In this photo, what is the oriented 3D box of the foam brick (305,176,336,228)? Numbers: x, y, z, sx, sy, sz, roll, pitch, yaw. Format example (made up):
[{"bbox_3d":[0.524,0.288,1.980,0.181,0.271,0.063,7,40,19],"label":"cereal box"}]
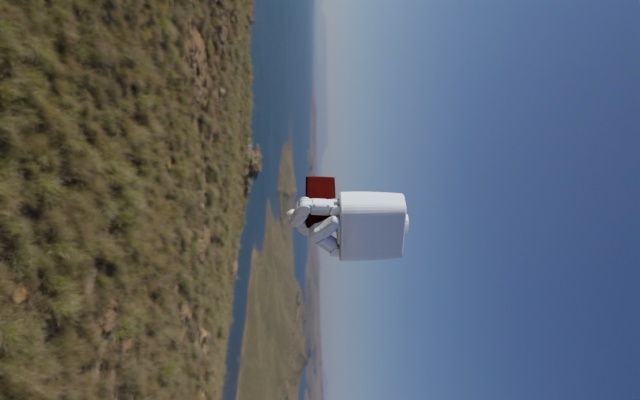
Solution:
[{"bbox_3d":[0.000,0.002,0.825,0.051,0.078,0.053,-1,-45,0],"label":"foam brick"}]
